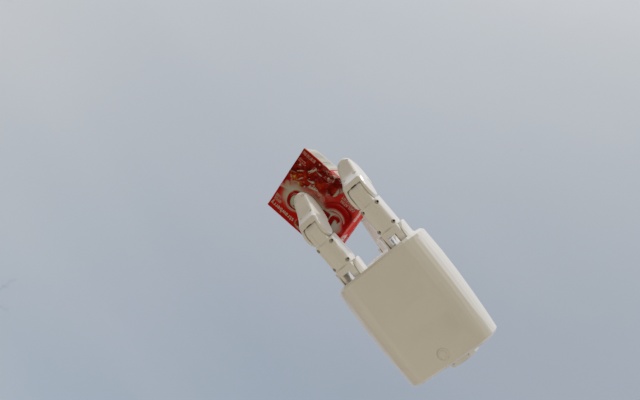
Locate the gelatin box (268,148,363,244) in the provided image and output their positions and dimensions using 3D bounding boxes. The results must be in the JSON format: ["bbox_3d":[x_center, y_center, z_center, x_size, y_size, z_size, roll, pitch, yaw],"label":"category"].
[{"bbox_3d":[0.000,0.001,0.486,0.089,0.073,0.030,41,18,20],"label":"gelatin box"}]
